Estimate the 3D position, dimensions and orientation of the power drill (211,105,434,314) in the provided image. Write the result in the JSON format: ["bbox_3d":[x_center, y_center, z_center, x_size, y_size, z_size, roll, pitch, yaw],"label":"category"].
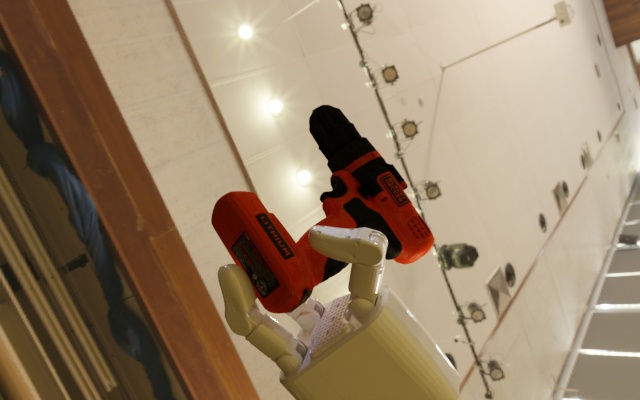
[{"bbox_3d":[0.000,0.002,0.435,0.187,0.184,0.057,-25,-16,-38],"label":"power drill"}]
